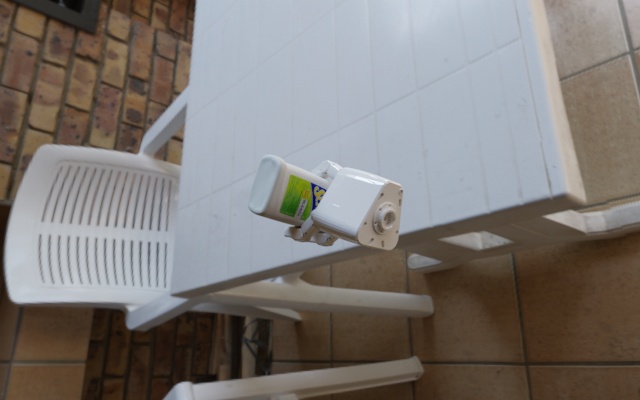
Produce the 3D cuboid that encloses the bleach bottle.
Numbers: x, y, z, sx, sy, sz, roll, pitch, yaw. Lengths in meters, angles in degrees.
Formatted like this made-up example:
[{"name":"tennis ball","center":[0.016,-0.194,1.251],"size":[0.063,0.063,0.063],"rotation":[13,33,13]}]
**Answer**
[{"name":"bleach bottle","center":[0.000,0.003,0.836],"size":[0.251,0.102,0.068],"rotation":[16,4,-39]}]
